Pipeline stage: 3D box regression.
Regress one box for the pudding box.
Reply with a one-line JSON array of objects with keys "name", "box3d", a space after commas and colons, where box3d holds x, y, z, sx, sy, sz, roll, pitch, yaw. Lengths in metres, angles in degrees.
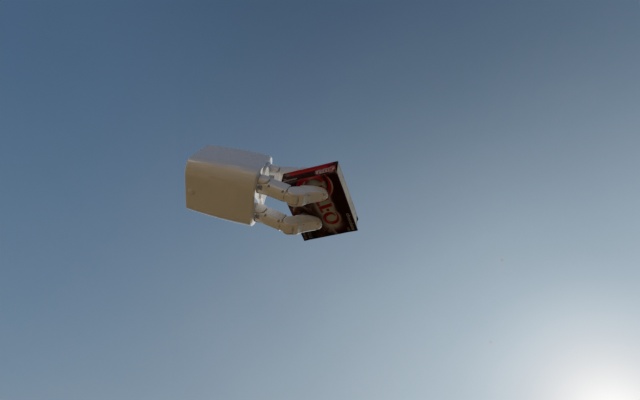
[{"name": "pudding box", "box3d": [0.000, 0.002, 0.727, 0.090, 0.114, 0.039, -12, 34, 17]}]
